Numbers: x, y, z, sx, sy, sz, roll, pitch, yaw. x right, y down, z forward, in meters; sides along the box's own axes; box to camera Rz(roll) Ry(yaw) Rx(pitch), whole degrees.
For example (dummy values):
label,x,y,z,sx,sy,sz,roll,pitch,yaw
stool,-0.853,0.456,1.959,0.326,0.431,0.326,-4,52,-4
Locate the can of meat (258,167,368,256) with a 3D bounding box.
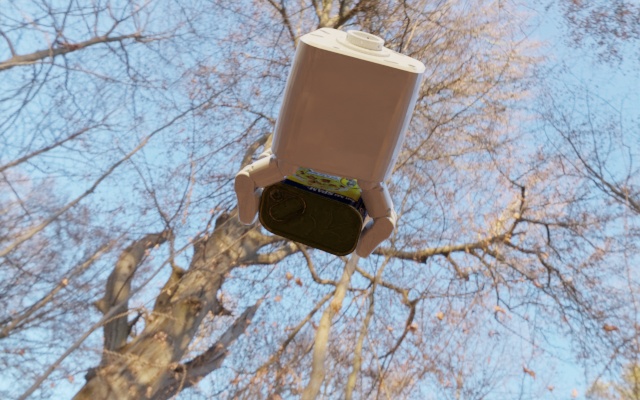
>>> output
label,x,y,z,sx,sy,sz,roll,pitch,yaw
can of meat,0.000,0.002,0.489,0.102,0.057,0.084,18,29,9
